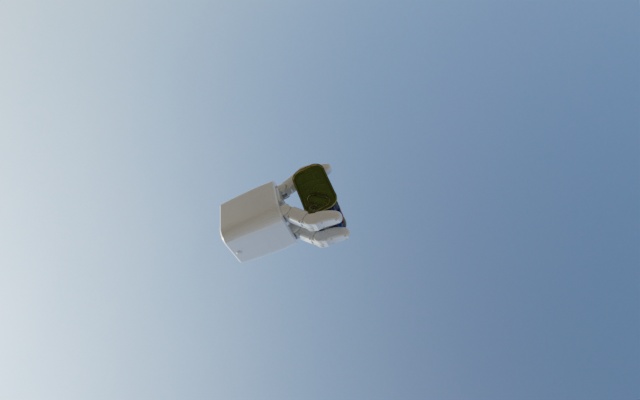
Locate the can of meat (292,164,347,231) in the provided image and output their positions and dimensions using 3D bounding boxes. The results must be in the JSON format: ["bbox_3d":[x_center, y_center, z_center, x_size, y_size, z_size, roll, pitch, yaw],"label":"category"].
[{"bbox_3d":[0.000,0.003,0.812,0.057,0.102,0.084,-24,-39,0],"label":"can of meat"}]
